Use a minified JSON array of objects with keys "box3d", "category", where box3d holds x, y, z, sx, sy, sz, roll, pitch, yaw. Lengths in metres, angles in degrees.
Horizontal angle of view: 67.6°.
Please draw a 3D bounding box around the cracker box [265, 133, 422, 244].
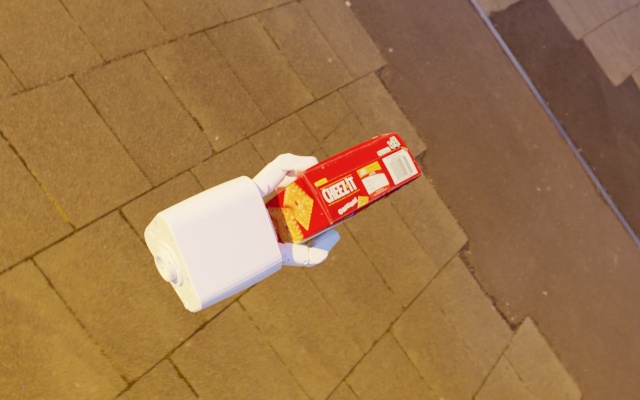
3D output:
[{"box3d":[0.000,0.002,0.623,0.164,0.072,0.214,-27,-3,-36],"category":"cracker box"}]
